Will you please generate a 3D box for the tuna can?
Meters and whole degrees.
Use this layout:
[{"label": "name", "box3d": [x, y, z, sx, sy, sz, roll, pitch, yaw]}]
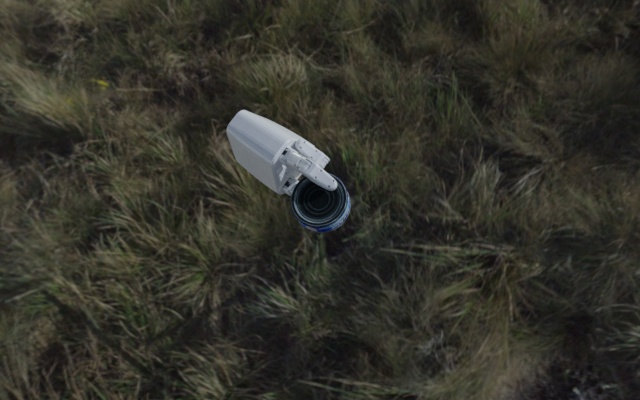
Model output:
[{"label": "tuna can", "box3d": [0.000, 0.002, 0.701, 0.086, 0.086, 0.034, 0, -18, 10]}]
